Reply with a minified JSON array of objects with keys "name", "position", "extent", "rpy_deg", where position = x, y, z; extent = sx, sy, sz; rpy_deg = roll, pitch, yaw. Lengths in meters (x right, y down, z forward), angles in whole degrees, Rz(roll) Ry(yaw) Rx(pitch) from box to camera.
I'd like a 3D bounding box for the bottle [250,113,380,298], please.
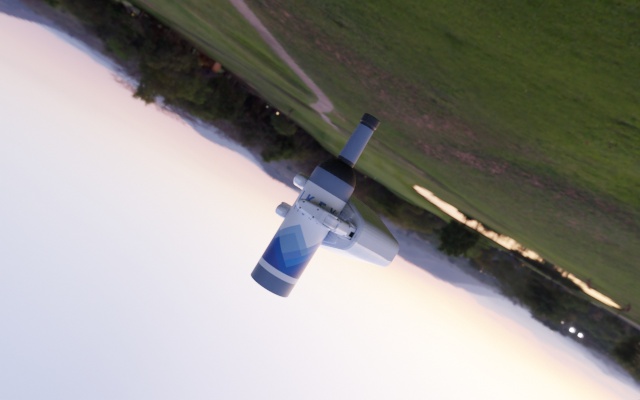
[{"name":"bottle","position":[0.000,0.003,0.712],"extent":[0.069,0.296,0.069],"rpy_deg":[32,2,-1]}]
